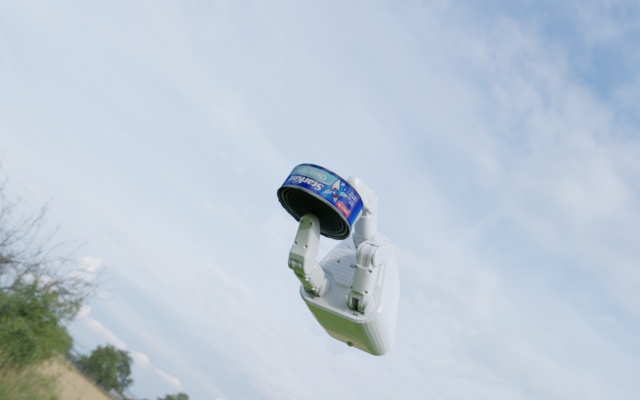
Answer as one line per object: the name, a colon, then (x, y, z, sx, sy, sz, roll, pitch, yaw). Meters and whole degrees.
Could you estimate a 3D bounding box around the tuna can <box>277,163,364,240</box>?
tuna can: (0.000, 0.001, 0.485, 0.086, 0.033, 0.086, 27, -24, 13)
